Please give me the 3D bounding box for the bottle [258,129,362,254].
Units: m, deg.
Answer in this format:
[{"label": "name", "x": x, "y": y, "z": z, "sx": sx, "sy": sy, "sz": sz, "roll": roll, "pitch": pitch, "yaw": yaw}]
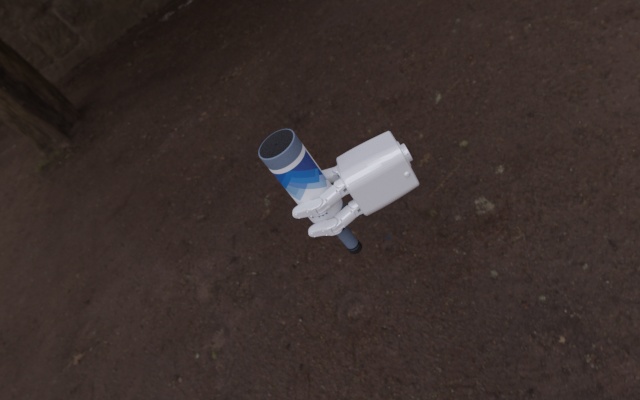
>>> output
[{"label": "bottle", "x": 0.000, "y": 0.003, "z": 0.833, "sx": 0.069, "sy": 0.069, "sz": 0.296, "roll": 0, "pitch": -38, "yaw": 36}]
